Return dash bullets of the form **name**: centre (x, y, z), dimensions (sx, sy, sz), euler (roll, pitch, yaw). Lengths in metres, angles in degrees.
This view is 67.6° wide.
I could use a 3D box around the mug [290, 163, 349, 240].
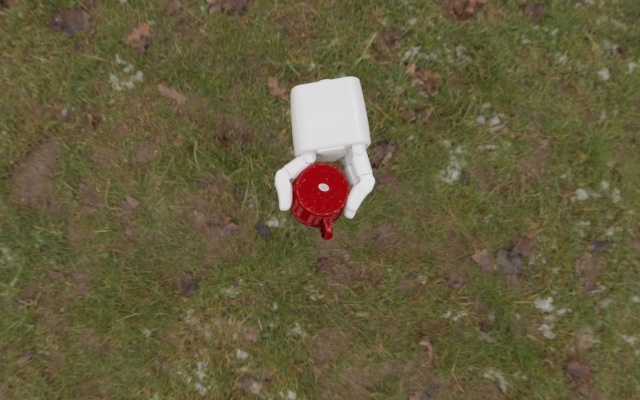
- **mug**: centre (0.000, 0.004, 0.727), dimensions (0.093, 0.117, 0.081), euler (-7, -10, -8)
